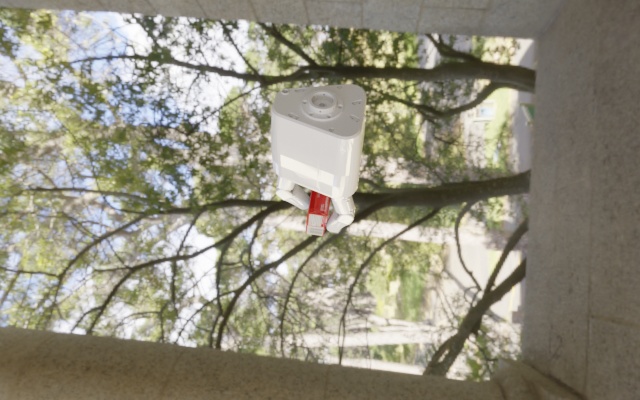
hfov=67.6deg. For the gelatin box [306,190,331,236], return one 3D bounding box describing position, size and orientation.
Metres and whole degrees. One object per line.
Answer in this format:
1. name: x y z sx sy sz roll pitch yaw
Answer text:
1. gelatin box: 0.000 0.002 0.686 0.030 0.073 0.089 10 -23 0
